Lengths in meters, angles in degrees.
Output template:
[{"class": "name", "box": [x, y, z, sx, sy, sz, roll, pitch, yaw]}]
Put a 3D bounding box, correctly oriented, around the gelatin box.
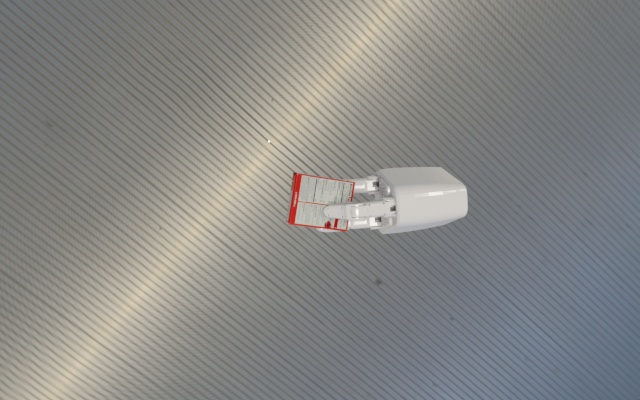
[{"class": "gelatin box", "box": [0.000, 0.002, 0.683, 0.089, 0.073, 0.030, 8, 4, -15]}]
